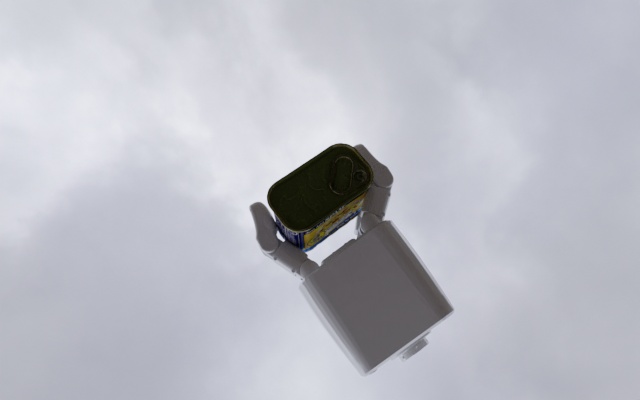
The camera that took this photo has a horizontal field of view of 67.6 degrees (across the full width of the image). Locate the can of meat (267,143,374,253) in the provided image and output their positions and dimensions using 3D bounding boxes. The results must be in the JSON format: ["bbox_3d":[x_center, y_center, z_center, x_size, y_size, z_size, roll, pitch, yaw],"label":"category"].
[{"bbox_3d":[0.000,0.002,0.485,0.102,0.057,0.084,-35,-18,-13],"label":"can of meat"}]
